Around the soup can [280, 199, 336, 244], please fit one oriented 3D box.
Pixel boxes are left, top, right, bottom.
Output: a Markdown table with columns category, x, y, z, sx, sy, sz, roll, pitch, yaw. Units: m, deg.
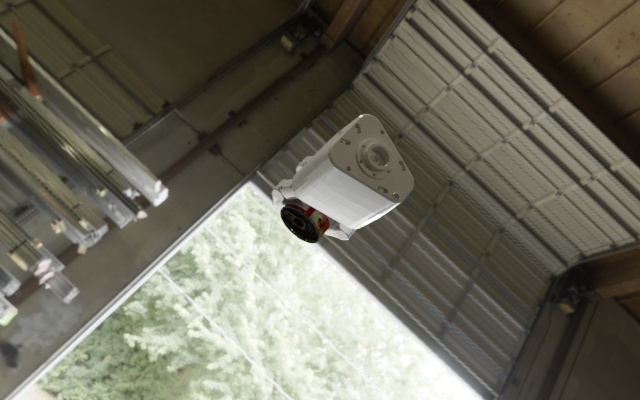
| category | x | y | z | sx | sy | sz | roll | pitch | yaw |
| --- | --- | --- | --- | --- | --- | --- | --- | --- | --- |
| soup can | 0.000 | 0.002 | 0.680 | 0.068 | 0.068 | 0.102 | 0 | 40 | 50 |
